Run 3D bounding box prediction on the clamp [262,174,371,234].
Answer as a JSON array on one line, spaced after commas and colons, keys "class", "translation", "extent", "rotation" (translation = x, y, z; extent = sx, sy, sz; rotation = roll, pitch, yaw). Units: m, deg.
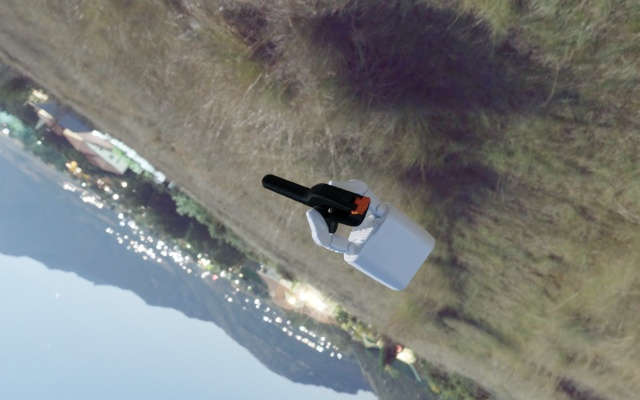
[{"class": "clamp", "translation": [0.000, 0.003, 0.745], "extent": [0.164, 0.036, 0.210], "rotation": [35, -17, -18]}]
